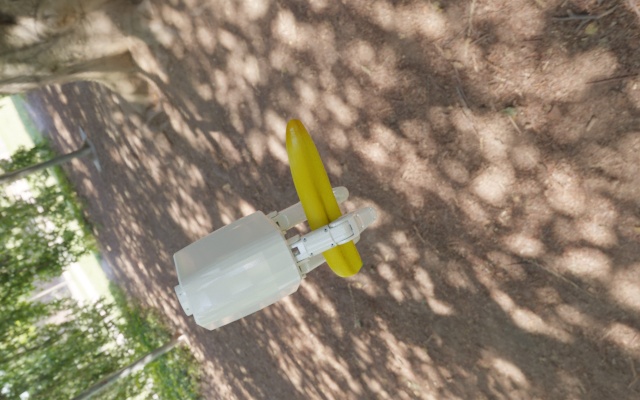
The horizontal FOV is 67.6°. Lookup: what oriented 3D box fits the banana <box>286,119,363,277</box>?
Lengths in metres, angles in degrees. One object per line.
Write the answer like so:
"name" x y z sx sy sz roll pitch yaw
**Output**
"banana" 0.003 0.012 0.508 0.037 0.198 0.069 -21 23 3
